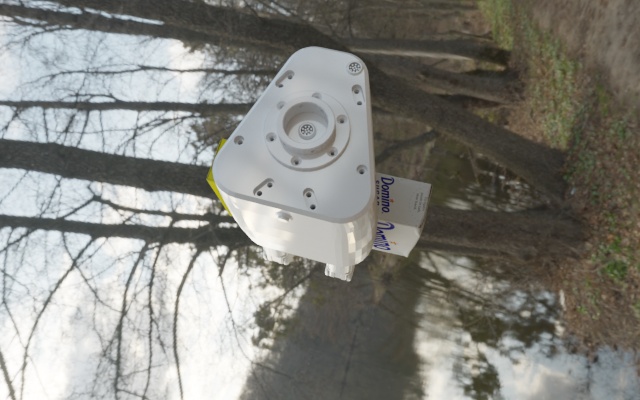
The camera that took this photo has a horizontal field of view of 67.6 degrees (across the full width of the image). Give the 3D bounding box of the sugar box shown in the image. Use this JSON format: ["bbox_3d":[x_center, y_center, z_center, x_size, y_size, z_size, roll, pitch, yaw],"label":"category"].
[{"bbox_3d":[0.000,0.002,0.416,0.176,0.048,0.093,15,-19,9],"label":"sugar box"}]
